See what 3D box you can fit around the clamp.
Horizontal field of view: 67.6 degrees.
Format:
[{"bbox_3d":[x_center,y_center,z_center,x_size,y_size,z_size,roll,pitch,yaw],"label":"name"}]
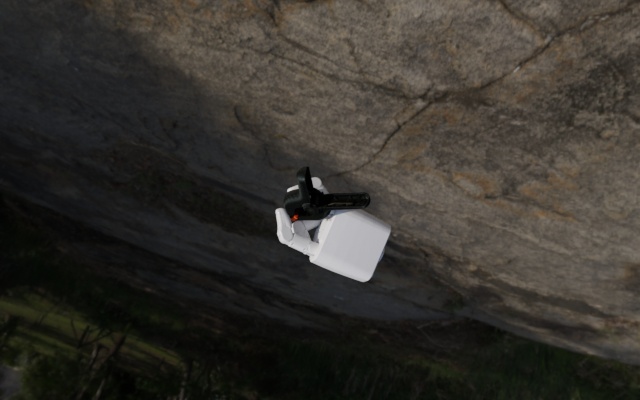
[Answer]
[{"bbox_3d":[0.000,0.003,0.759,0.120,0.039,0.171,25,-22,-9],"label":"clamp"}]
